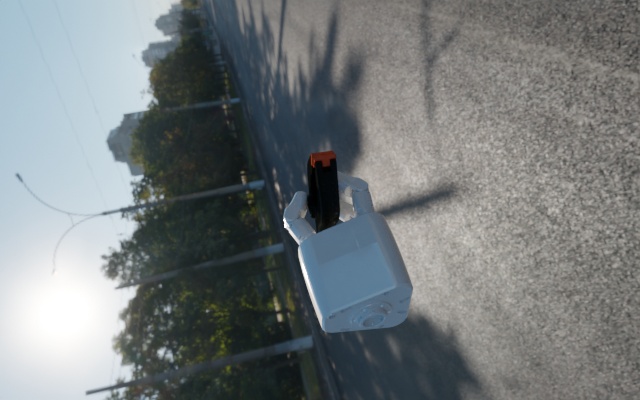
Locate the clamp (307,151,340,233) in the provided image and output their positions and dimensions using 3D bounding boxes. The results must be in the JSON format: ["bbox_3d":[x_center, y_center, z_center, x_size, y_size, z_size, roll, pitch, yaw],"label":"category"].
[{"bbox_3d":[-0.001,0.002,0.647,0.036,0.164,0.210,-11,-43,-8],"label":"clamp"}]
